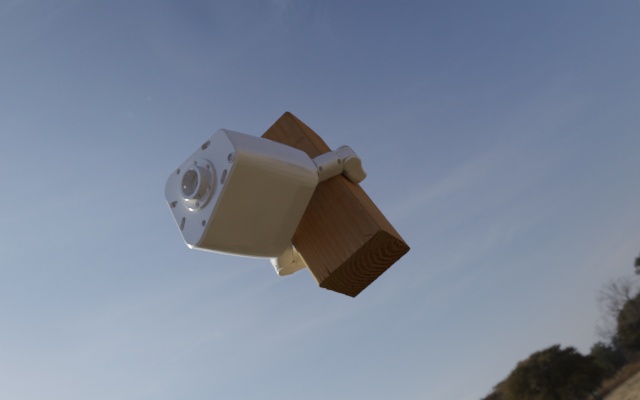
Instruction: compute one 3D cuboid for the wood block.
[{"bbox_3d":[0.000,0.001,0.567,0.091,0.206,0.090,-43,-34,11],"label":"wood block"}]
